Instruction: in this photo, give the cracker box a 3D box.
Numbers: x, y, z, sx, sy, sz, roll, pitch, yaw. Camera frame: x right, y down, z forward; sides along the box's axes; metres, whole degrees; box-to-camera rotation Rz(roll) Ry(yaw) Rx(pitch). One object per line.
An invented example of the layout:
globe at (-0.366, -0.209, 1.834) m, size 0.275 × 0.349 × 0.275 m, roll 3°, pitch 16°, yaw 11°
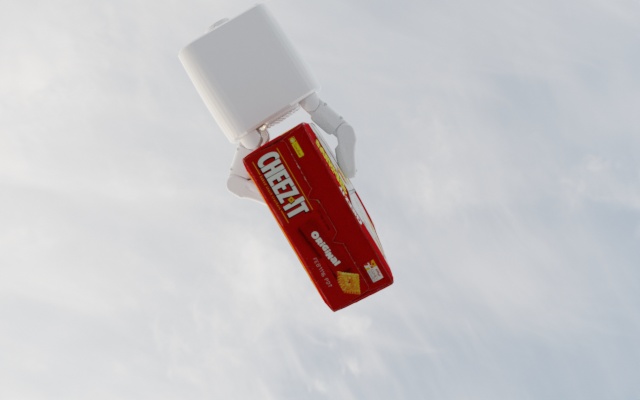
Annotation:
cracker box at (0.000, 0.002, 0.516) m, size 0.072 × 0.164 × 0.213 m, roll -30°, pitch 8°, yaw 7°
